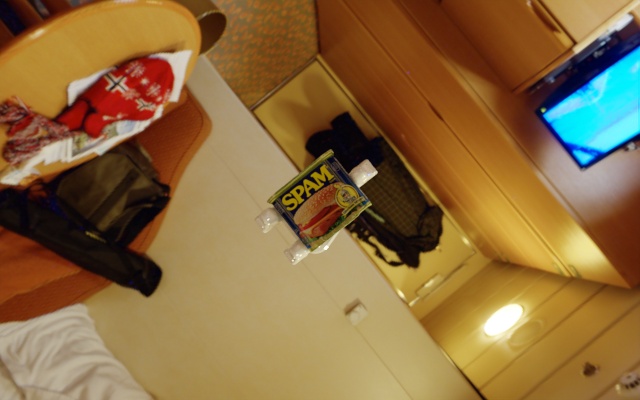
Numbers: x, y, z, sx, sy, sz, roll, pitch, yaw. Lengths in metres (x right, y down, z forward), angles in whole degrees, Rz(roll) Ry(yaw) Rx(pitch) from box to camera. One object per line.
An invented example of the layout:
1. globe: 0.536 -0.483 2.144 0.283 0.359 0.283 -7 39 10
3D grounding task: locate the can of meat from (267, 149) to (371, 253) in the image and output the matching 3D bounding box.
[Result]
1. can of meat: 0.000 0.002 0.590 0.102 0.084 0.057 -39 -2 3
